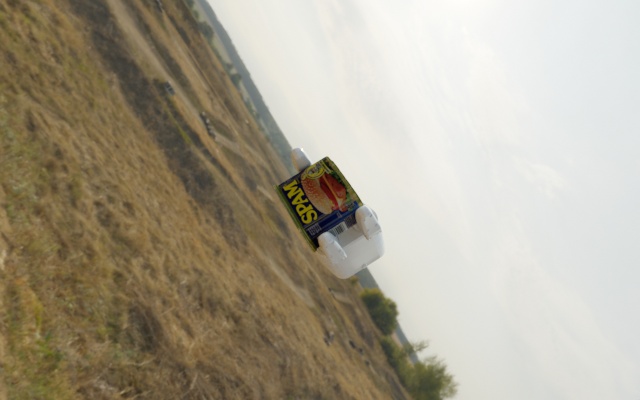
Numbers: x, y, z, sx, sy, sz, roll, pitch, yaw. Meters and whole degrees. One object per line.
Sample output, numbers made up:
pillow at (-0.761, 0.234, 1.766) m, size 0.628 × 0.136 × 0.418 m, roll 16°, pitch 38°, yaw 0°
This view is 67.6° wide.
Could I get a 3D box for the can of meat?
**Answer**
can of meat at (0.000, 0.002, 0.612) m, size 0.084 × 0.102 × 0.057 m, roll -32°, pitch -35°, yaw -2°
